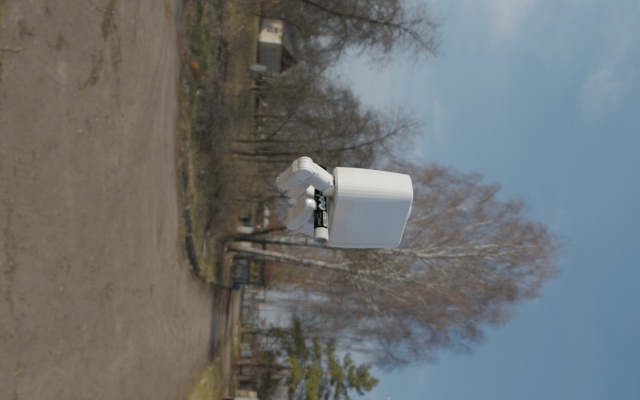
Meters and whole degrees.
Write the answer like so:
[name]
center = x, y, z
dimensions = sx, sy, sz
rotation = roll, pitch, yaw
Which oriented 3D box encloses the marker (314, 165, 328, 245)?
[marker]
center = 0.000, 0.002, 0.638
dimensions = 0.020, 0.121, 0.020
rotation = -1, -35, 0
